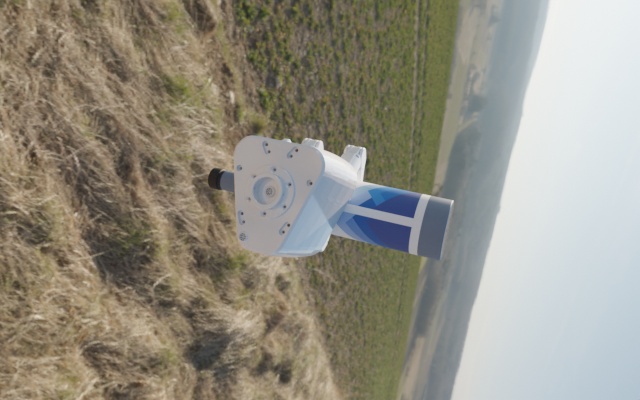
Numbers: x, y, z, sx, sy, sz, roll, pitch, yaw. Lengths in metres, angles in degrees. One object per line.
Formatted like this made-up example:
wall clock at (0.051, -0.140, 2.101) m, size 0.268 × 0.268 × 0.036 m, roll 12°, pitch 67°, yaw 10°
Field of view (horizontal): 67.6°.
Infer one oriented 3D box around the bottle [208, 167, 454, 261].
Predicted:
bottle at (0.000, 0.002, 0.559) m, size 0.295 × 0.069 × 0.069 m, roll 13°, pitch 4°, yaw 19°
